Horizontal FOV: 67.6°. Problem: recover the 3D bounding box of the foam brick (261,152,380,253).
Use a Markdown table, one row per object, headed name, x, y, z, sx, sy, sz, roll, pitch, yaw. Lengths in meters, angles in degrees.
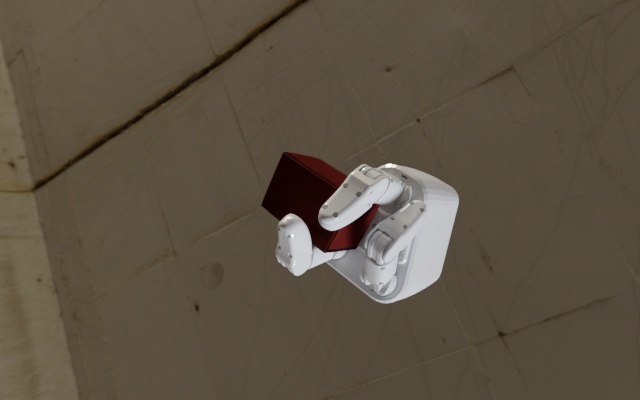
| name | x | y | z | sx | sy | sz | roll | pitch | yaw |
| --- | --- | --- | --- | --- | --- | --- | --- | --- | --- |
| foam brick | 0.000 | 0.001 | 0.401 | 0.078 | 0.053 | 0.051 | 35 | 18 | 28 |
